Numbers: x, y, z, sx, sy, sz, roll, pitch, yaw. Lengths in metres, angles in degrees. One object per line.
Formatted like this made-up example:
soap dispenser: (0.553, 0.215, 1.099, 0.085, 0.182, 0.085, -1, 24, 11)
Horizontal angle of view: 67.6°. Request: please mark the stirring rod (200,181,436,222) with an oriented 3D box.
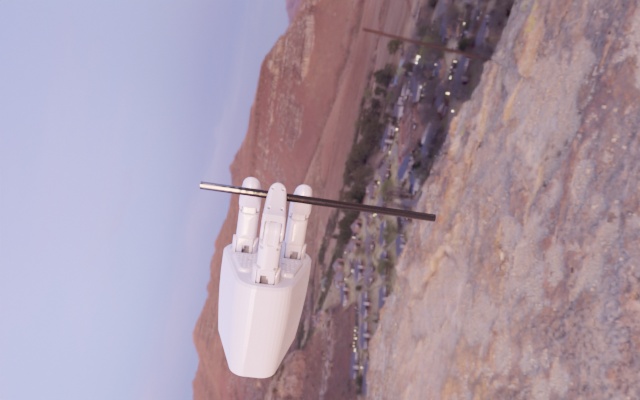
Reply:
stirring rod: (0.000, 0.002, 0.484, 0.239, 0.011, 0.011, 8, -1, -6)
